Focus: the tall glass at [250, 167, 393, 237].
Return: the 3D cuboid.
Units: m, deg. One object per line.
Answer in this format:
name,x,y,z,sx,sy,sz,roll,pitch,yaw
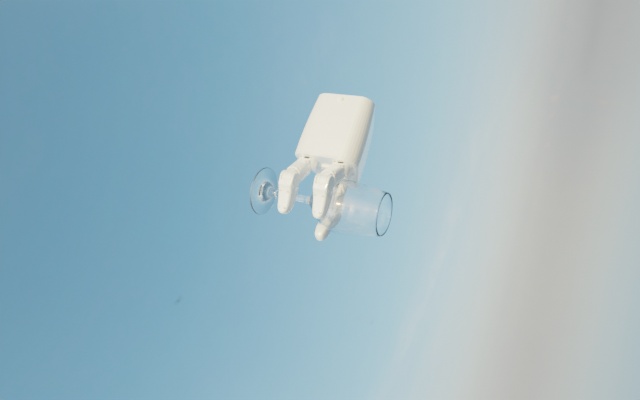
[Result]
tall glass,-0.001,0.002,0.695,0.201,0.079,0.079,11,5,26
